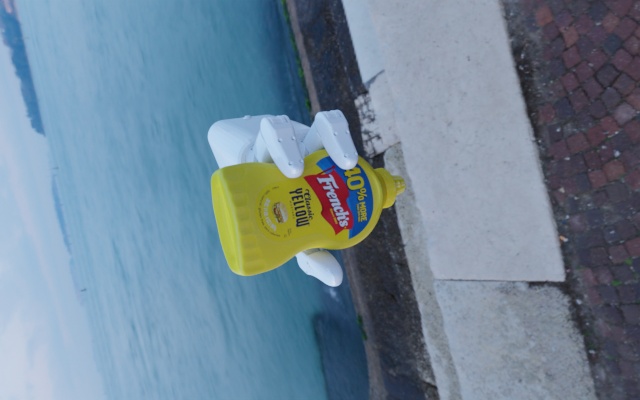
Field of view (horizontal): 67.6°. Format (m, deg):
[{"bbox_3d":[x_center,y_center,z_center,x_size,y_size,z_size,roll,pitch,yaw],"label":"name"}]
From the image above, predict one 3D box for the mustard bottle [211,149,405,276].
[{"bbox_3d":[0.000,0.002,0.451,0.191,0.096,0.058,-13,1,-28],"label":"mustard bottle"}]
